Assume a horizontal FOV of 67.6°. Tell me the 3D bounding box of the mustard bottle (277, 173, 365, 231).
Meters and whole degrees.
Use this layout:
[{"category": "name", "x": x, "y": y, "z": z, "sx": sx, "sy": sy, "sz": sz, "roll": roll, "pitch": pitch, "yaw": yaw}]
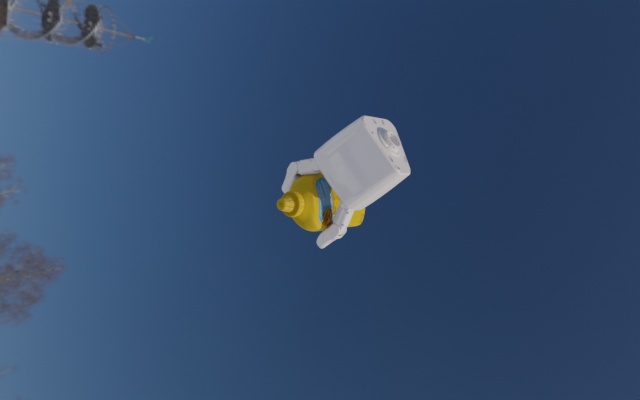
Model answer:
[{"category": "mustard bottle", "x": 0.000, "y": 0.003, "z": 0.802, "sx": 0.058, "sy": 0.096, "sz": 0.191, "roll": -6, "pitch": -2, "yaw": 39}]
